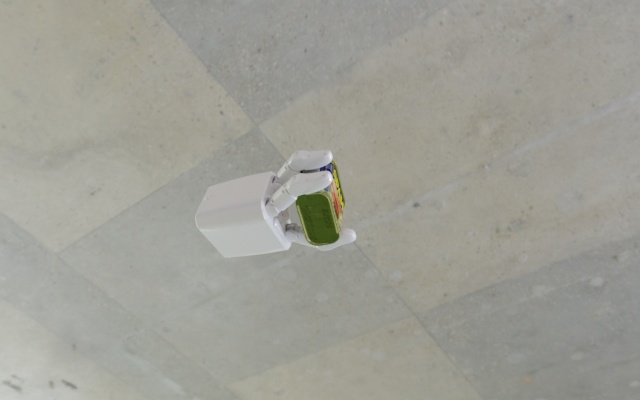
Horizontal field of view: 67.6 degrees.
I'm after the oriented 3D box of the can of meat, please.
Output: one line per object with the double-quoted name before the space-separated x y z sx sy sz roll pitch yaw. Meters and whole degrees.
"can of meat" 0.000 0.003 0.689 0.057 0.102 0.084 -7 35 12
